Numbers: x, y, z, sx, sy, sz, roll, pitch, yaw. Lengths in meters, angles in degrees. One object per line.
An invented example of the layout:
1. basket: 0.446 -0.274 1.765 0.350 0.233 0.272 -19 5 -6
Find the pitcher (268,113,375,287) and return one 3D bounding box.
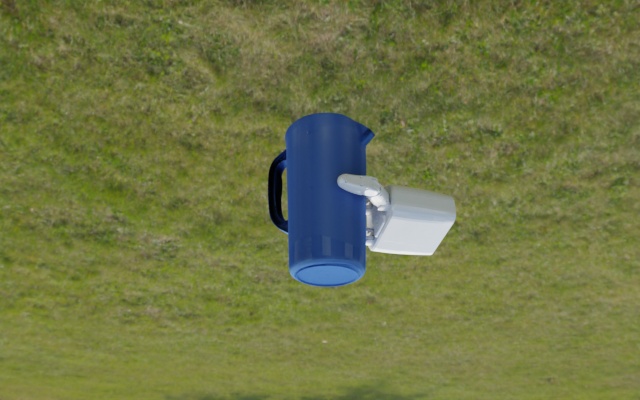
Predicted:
1. pitcher: 0.000 0.002 0.726 0.145 0.242 0.149 8 -29 -15
